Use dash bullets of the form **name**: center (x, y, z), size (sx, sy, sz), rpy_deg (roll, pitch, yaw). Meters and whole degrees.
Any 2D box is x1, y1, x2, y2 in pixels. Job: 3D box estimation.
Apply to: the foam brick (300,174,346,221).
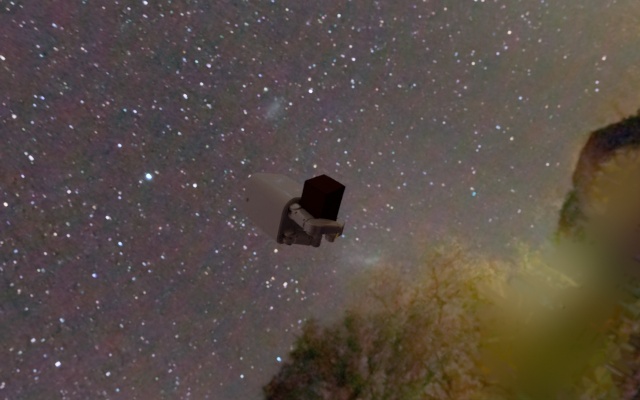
- **foam brick**: center (0.000, 0.002, 0.821), size (0.051, 0.078, 0.053), rpy_deg (35, 36, 30)
